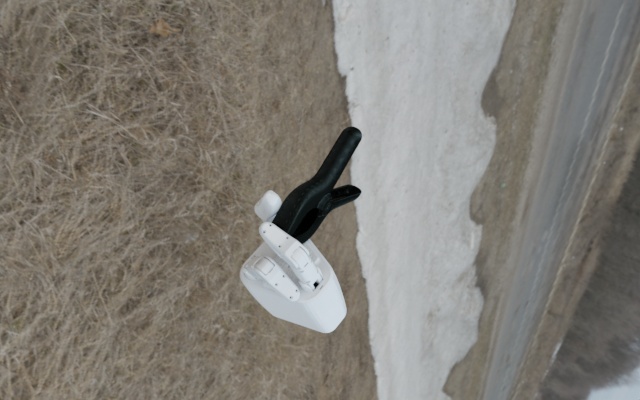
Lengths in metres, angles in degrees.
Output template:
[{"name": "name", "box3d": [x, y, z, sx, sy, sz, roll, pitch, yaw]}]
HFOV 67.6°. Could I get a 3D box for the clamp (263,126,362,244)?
[{"name": "clamp", "box3d": [0.000, 0.002, 0.584, 0.039, 0.171, 0.120, 29, -23, 32]}]
